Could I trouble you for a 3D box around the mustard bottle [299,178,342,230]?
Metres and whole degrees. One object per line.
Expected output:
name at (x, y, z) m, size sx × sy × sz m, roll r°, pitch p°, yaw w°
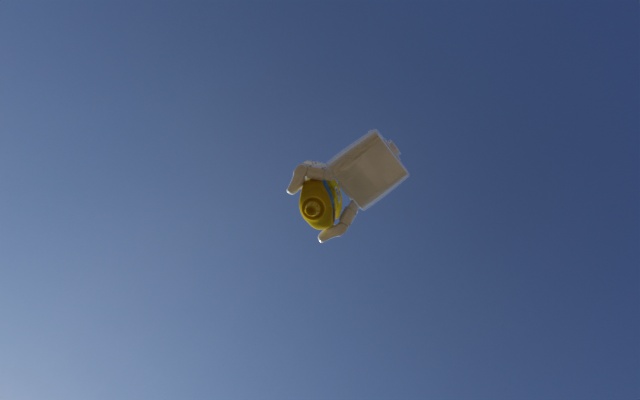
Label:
mustard bottle at (0.000, 0.003, 0.882) m, size 0.058 × 0.096 × 0.191 m, roll -12°, pitch 6°, yaw 11°
